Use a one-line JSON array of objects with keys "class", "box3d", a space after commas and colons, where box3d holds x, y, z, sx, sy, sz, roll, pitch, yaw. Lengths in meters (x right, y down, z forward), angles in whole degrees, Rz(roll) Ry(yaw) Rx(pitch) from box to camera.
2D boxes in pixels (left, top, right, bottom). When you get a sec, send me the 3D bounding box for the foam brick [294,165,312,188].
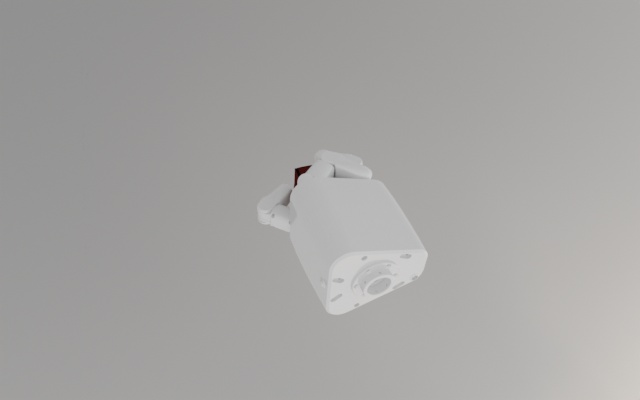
[{"class": "foam brick", "box3d": [0.000, 0.002, 0.561, 0.053, 0.078, 0.051, -12, 45, -15]}]
